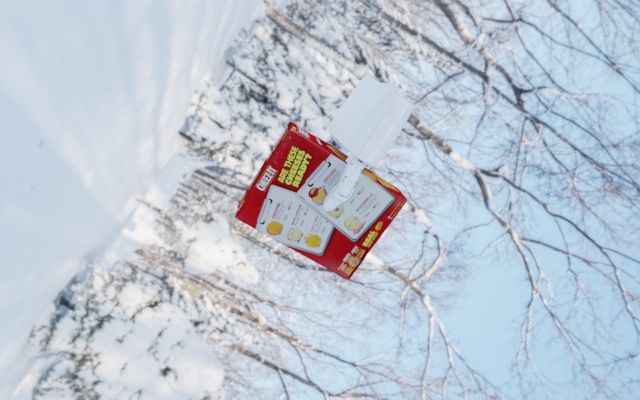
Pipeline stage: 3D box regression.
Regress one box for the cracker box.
[{"bbox_3d":[0.000,0.003,0.752,0.214,0.164,0.072,31,15,-15],"label":"cracker box"}]
